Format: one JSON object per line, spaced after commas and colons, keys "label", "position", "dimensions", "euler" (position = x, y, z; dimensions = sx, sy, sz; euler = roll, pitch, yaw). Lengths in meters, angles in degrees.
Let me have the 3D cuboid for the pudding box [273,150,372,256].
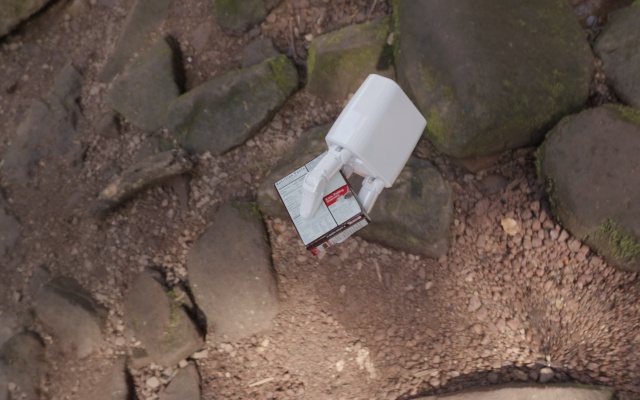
{"label": "pudding box", "position": [0.000, 0.002, 0.629], "dimensions": [0.090, 0.113, 0.039], "euler": [-32, -31, 6]}
